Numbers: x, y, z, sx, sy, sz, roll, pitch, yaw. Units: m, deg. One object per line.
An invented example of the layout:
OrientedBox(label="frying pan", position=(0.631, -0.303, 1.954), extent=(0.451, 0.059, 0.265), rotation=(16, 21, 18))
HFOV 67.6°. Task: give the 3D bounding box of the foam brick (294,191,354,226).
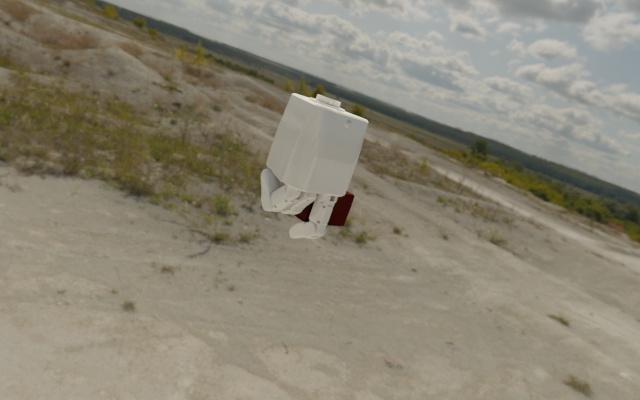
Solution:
OrientedBox(label="foam brick", position=(0.000, 0.002, 0.689), extent=(0.078, 0.051, 0.053), rotation=(7, 18, -44))
